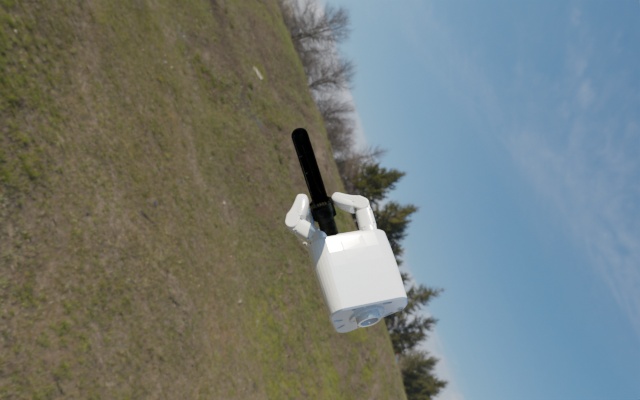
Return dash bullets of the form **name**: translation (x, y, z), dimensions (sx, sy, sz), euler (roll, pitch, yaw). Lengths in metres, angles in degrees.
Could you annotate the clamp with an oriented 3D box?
- **clamp**: translation (0.001, 0.003, 0.724), dimensions (0.036, 0.164, 0.210), euler (-16, -33, 1)
